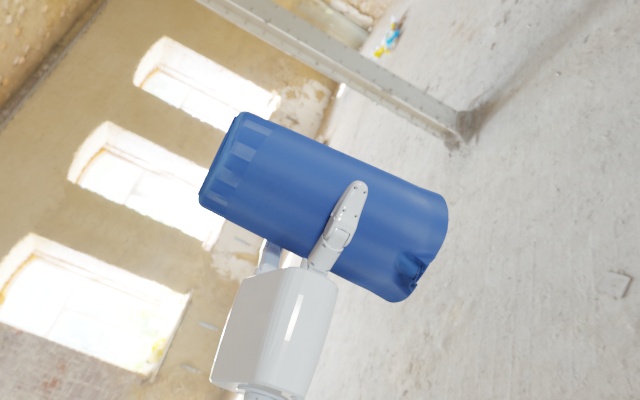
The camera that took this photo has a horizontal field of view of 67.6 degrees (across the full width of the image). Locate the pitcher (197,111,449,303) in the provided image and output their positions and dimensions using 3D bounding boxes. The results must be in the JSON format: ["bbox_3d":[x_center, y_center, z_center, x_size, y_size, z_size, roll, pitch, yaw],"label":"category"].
[{"bbox_3d":[0.000,0.002,0.518,0.243,0.145,0.149,26,-30,-14],"label":"pitcher"}]
